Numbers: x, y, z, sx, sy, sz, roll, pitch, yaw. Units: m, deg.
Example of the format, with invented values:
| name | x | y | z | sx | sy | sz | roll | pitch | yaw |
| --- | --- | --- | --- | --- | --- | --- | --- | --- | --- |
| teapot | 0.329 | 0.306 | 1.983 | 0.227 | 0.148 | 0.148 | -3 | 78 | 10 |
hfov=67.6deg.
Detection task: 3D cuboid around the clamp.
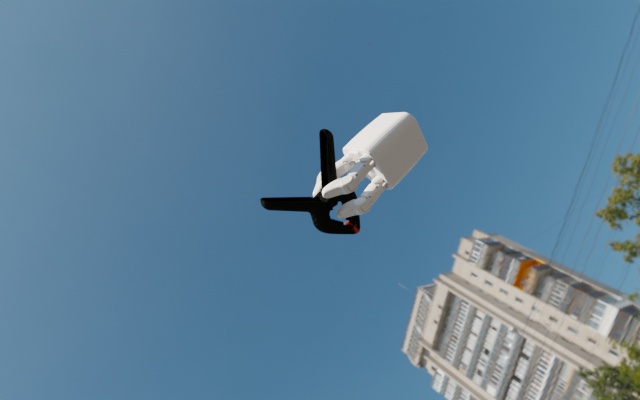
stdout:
| name | x | y | z | sx | sy | sz | roll | pitch | yaw |
| --- | --- | --- | --- | --- | --- | --- | --- | --- | --- |
| clamp | 0.000 | 0.003 | 0.827 | 0.036 | 0.164 | 0.210 | 34 | -16 | 50 |
